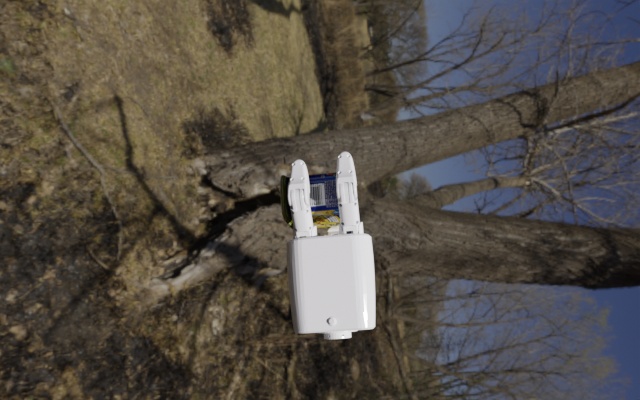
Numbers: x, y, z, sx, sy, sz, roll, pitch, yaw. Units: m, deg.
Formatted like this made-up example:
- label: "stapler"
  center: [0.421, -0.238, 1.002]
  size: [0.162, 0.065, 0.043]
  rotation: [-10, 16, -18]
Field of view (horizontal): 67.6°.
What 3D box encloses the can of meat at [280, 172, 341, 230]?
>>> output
- label: "can of meat"
  center: [0.000, 0.002, 0.606]
  size: [0.084, 0.057, 0.102]
  rotation: [-5, -16, 6]
